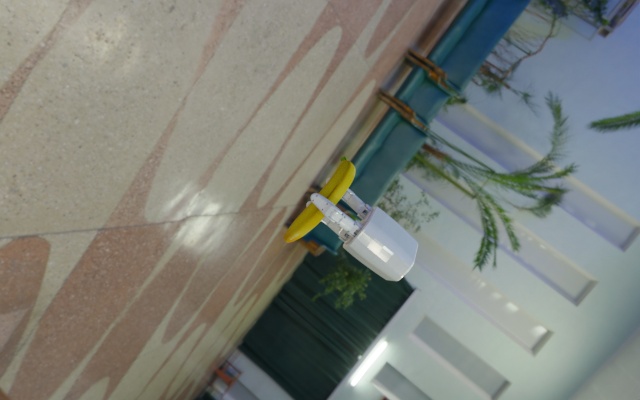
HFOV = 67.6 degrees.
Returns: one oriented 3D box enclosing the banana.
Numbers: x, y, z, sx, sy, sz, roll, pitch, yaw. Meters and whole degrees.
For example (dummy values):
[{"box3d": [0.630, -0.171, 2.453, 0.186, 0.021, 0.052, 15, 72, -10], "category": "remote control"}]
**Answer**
[{"box3d": [0.008, -0.002, 0.847, 0.037, 0.197, 0.069, 41, -17, -9], "category": "banana"}]
